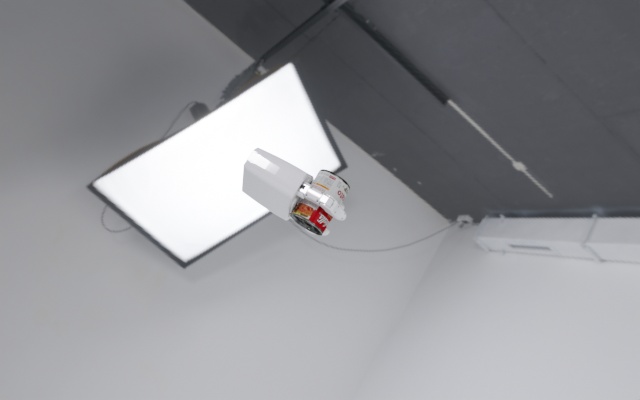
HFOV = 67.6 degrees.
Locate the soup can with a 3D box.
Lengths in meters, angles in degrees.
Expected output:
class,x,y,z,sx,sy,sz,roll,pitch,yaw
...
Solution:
class,x,y,z,sx,sy,sz,roll,pitch,yaw
soup can,0.001,0.003,0.866,0.068,0.102,0.068,30,-15,9
